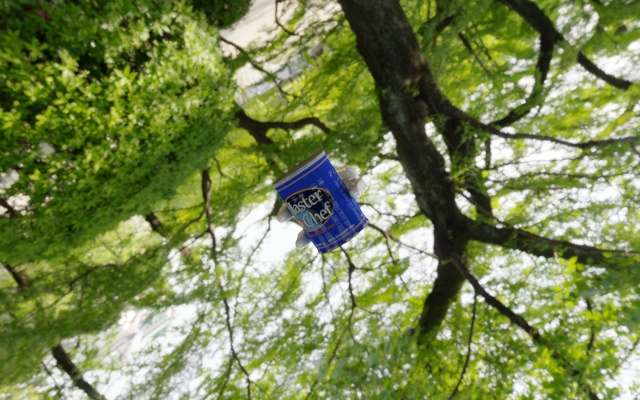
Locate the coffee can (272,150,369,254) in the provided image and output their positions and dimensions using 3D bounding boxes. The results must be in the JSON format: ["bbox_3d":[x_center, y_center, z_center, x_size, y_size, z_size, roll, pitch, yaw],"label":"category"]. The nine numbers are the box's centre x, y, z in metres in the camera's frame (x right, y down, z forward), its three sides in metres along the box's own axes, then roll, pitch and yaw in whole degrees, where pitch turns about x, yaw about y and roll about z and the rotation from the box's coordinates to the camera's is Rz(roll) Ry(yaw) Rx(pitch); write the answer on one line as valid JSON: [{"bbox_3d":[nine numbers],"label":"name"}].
[{"bbox_3d":[0.000,0.002,0.793,0.103,0.140,0.103,-33,9,6],"label":"coffee can"}]
